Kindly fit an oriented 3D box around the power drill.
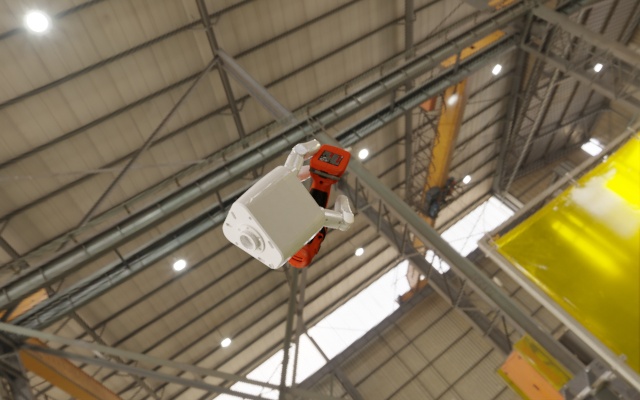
[{"bbox_3d":[0.000,0.002,0.829,0.057,0.188,0.184,17,25,4],"label":"power drill"}]
